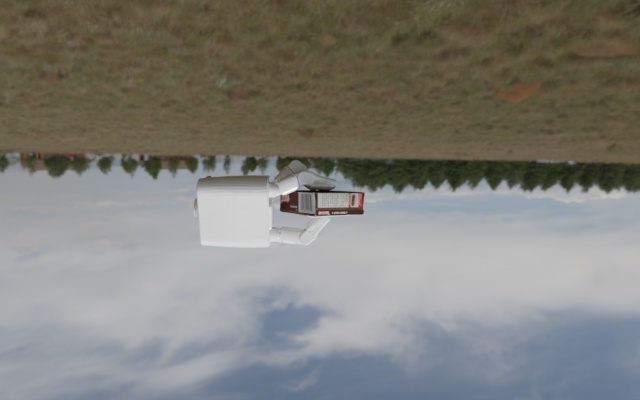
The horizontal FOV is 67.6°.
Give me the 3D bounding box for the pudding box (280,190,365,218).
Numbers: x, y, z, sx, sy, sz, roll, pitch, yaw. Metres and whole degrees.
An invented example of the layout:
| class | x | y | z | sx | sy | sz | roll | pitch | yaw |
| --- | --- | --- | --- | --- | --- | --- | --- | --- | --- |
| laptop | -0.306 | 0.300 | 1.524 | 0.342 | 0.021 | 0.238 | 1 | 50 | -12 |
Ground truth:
| class | x | y | z | sx | sy | sz | roll | pitch | yaw |
| --- | --- | --- | --- | --- | --- | --- | --- | --- | --- |
| pudding box | 0.000 | 0.003 | 0.741 | 0.090 | 0.039 | 0.113 | -2 | 5 | -32 |
